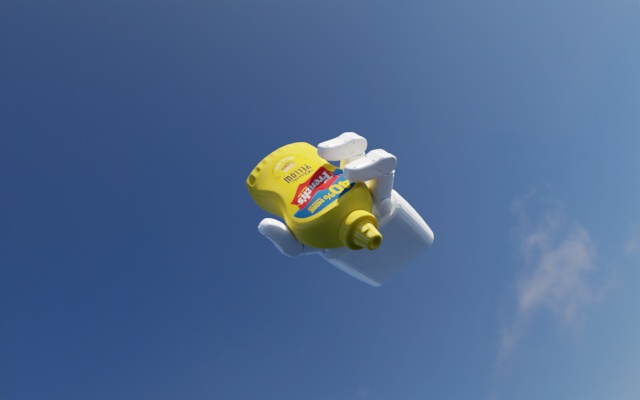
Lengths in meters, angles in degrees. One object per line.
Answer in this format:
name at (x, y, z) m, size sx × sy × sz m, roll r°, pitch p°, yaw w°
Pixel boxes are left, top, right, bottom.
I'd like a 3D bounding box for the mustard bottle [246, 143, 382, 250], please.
mustard bottle at (0.000, 0.001, 0.527) m, size 0.096 × 0.058 × 0.191 m, roll -35°, pitch 41°, yaw -17°
